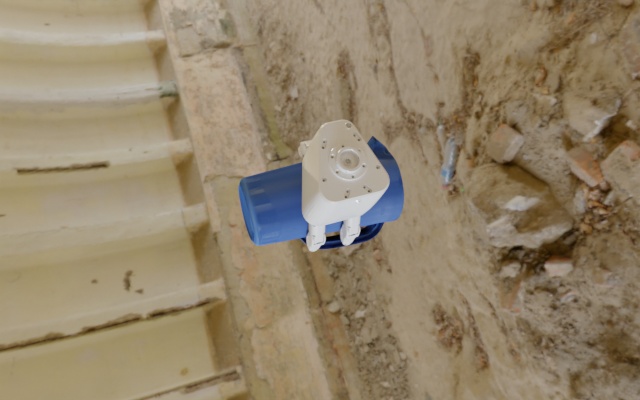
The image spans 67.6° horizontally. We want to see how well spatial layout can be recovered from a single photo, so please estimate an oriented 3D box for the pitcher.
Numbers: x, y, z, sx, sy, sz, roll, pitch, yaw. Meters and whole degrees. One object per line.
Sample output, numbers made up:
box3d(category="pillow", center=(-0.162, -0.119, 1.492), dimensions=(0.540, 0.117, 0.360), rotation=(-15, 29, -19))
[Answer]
box3d(category="pitcher", center=(0.000, 0.002, 0.765), dimensions=(0.243, 0.149, 0.145), rotation=(-13, -11, -15))
